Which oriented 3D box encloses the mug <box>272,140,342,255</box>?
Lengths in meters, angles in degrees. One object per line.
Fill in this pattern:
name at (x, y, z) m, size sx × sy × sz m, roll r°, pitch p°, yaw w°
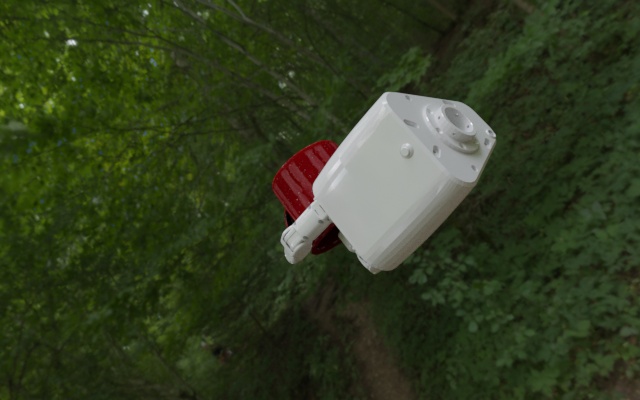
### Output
mug at (-0.001, 0.002, 0.488) m, size 0.093 × 0.081 × 0.117 m, roll -21°, pitch -23°, yaw -45°
